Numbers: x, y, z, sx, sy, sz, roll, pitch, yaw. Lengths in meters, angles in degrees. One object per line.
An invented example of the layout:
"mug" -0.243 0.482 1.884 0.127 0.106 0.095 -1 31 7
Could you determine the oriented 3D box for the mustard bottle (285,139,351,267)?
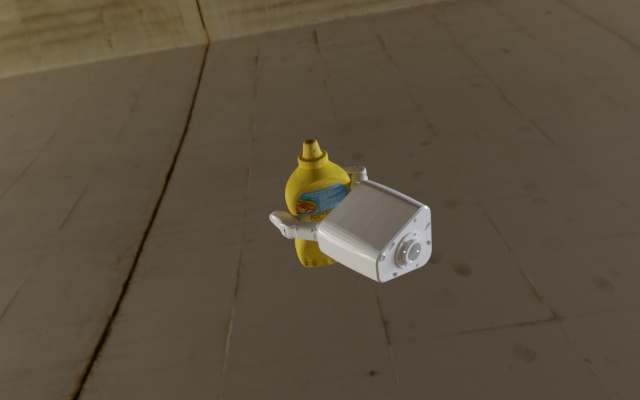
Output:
"mustard bottle" 0.000 0.002 0.688 0.096 0.192 0.058 -16 32 -10
